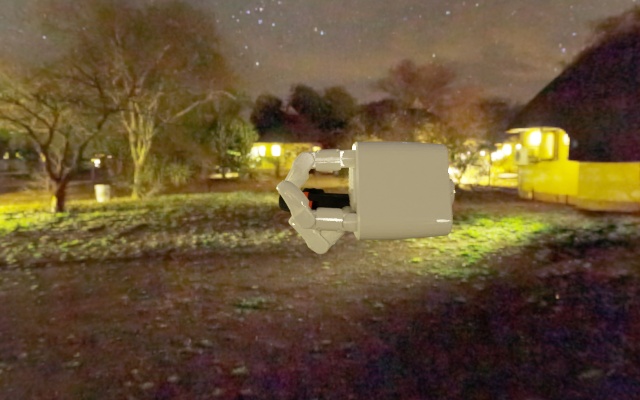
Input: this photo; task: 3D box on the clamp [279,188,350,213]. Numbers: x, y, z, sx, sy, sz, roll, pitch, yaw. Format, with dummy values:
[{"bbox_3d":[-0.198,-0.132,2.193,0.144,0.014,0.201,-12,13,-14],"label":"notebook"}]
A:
[{"bbox_3d":[0.000,0.001,0.633,0.120,0.039,0.171,-1,5,0],"label":"clamp"}]
